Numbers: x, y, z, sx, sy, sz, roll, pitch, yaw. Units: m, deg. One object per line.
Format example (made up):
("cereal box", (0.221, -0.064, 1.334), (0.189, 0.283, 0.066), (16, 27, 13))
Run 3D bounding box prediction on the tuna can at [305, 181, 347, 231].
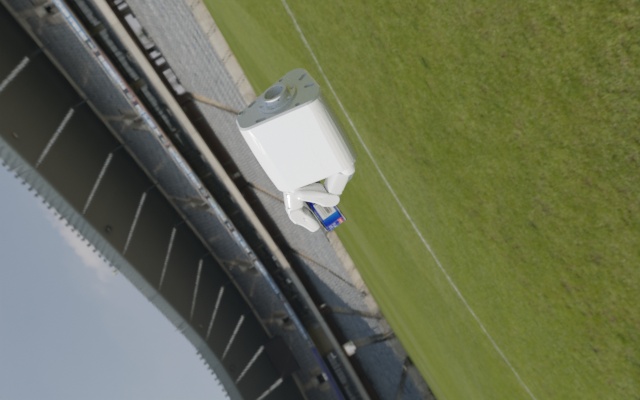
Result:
("tuna can", (0.000, 0.003, 0.691), (0.034, 0.086, 0.086), (-36, -1, 1))
